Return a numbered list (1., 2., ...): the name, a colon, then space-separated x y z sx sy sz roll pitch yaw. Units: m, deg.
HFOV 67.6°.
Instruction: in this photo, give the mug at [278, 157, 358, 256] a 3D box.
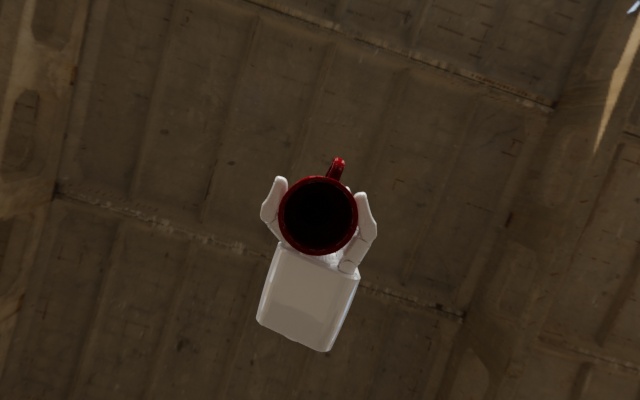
1. mug: 0.001 0.001 0.584 0.093 0.117 0.081 20 7 -5
